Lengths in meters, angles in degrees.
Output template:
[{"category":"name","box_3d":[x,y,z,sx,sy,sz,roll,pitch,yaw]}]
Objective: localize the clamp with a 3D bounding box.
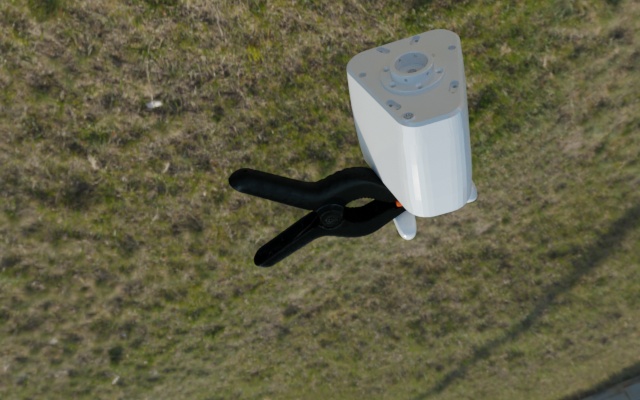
[{"category":"clamp","box_3d":[0.000,0.002,0.449,0.171,0.039,0.120,-18,-43,3]}]
